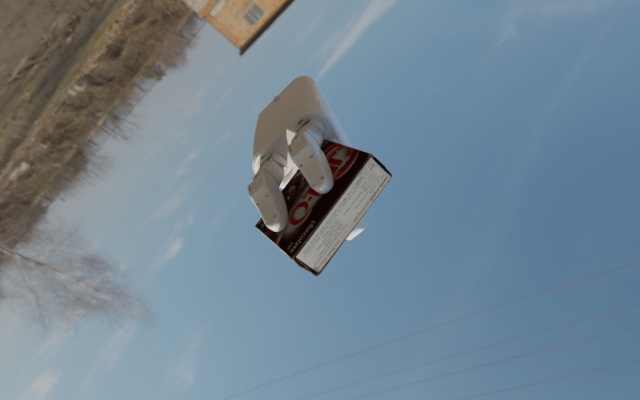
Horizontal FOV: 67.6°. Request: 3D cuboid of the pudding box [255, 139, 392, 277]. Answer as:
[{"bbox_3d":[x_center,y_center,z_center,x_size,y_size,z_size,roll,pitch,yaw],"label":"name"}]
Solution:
[{"bbox_3d":[0.000,0.002,0.438,0.039,0.113,0.090,37,-4,-30],"label":"pudding box"}]
